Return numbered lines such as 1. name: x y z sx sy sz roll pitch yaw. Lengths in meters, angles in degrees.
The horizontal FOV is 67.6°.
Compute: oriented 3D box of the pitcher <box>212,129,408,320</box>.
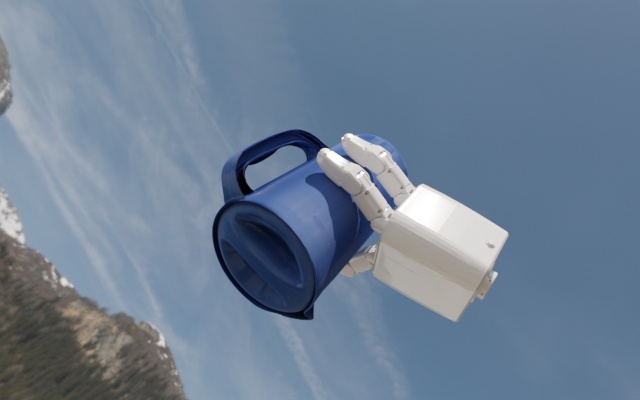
1. pitcher: 0.000 0.002 0.548 0.145 0.149 0.242 30 40 20
